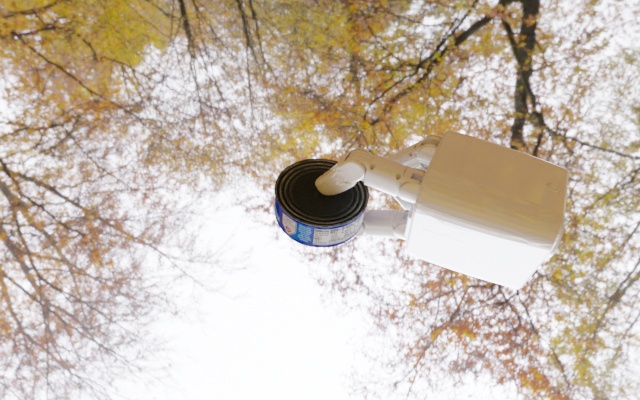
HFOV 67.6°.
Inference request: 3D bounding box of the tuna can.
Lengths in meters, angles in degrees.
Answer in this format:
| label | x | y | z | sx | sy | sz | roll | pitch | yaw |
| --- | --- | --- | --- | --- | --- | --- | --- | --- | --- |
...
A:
| label | x | y | z | sx | sy | sz | roll | pitch | yaw |
| --- | --- | --- | --- | --- | --- | --- | --- | --- | --- |
| tuna can | 0.000 | 0.002 | 0.442 | 0.086 | 0.086 | 0.034 | 0 | -43 | -7 |
